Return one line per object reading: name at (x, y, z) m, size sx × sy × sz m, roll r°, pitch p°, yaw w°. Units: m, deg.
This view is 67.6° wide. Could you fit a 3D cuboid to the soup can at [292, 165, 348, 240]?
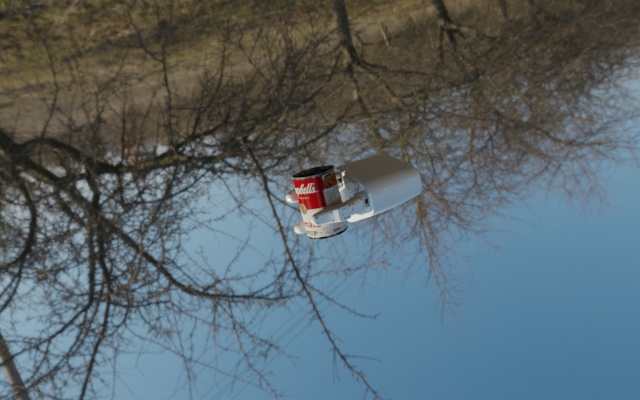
soup can at (0.000, 0.003, 0.753) m, size 0.068 × 0.102 × 0.068 m, roll -13°, pitch 14°, yaw 3°
